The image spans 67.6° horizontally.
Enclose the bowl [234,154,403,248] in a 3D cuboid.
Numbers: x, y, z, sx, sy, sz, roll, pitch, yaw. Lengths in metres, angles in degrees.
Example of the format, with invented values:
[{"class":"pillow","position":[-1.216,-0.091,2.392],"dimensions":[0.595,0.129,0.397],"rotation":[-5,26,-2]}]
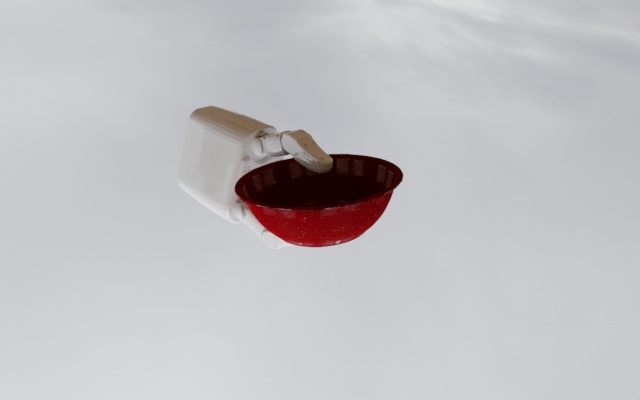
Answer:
[{"class":"bowl","position":[0.001,0.002,0.467],"dimensions":[0.162,0.055,0.162],"rotation":[-5,21,2]}]
